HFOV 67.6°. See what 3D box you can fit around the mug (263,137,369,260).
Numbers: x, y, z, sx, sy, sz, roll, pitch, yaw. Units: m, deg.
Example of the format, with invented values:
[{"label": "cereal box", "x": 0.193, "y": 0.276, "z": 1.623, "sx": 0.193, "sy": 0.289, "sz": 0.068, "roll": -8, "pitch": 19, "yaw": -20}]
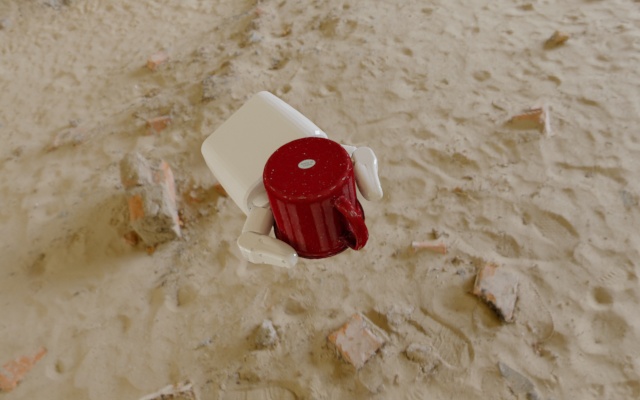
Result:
[{"label": "mug", "x": 0.001, "y": 0.002, "z": 0.442, "sx": 0.093, "sy": 0.082, "sz": 0.117, "roll": -34, "pitch": 53, "yaw": -18}]
